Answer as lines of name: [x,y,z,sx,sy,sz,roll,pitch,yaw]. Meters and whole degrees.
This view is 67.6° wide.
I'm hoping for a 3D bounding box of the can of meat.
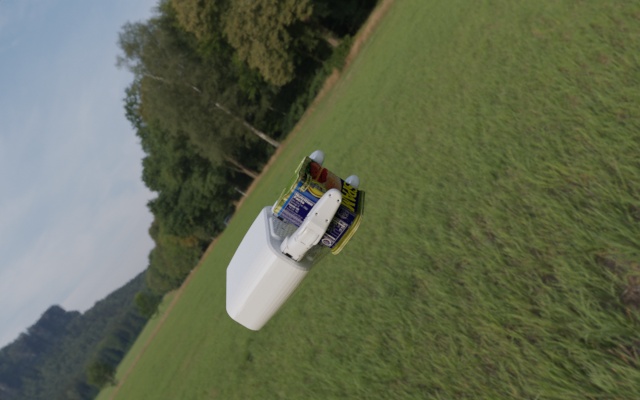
can of meat: [0.000,0.002,0.546,0.084,0.057,0.102,33,23,-7]
